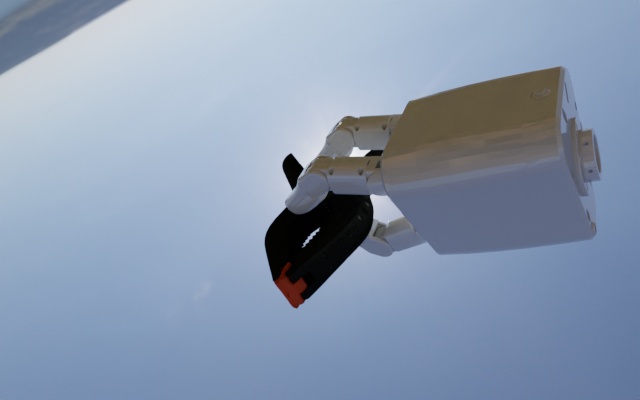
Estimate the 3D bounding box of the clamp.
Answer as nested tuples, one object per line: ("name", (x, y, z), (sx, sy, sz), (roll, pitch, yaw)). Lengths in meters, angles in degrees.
("clamp", (0.000, 0.002, 0.411), (0.164, 0.036, 0.210), (-11, 34, 37))
